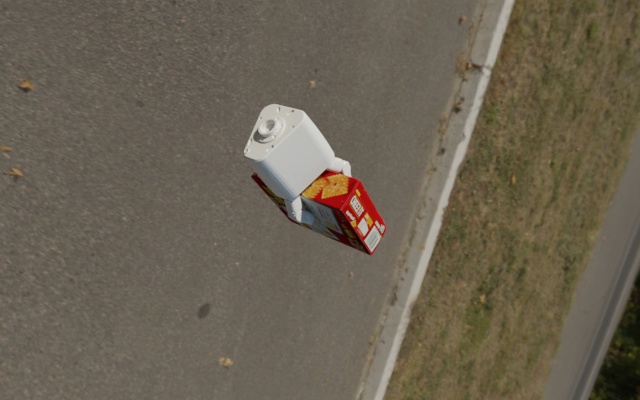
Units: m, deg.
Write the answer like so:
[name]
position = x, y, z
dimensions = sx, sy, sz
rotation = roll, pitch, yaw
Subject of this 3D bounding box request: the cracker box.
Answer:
[cracker box]
position = 0.000, 0.003, 0.880
dimensions = 0.213, 0.072, 0.164
rotation = 21, -21, 37
